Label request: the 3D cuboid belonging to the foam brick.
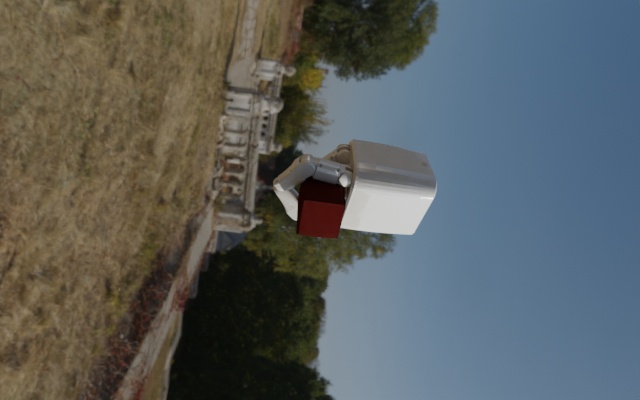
[{"bbox_3d":[0.000,0.002,0.589,0.051,0.053,0.078,9,34,-7],"label":"foam brick"}]
